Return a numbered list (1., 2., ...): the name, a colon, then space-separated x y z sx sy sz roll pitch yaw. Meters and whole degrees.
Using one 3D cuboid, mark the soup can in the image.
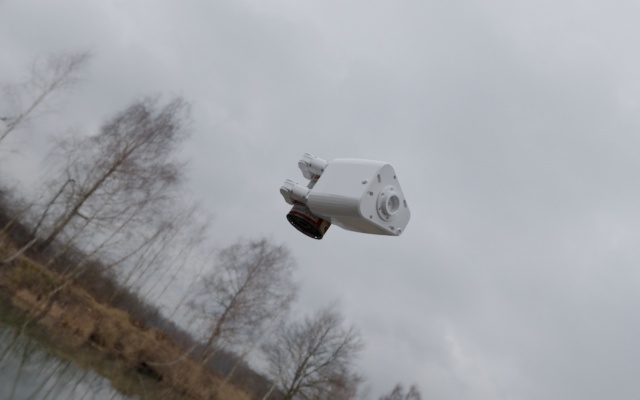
1. soup can: 0.000 0.002 0.769 0.068 0.102 0.068 28 -21 12
